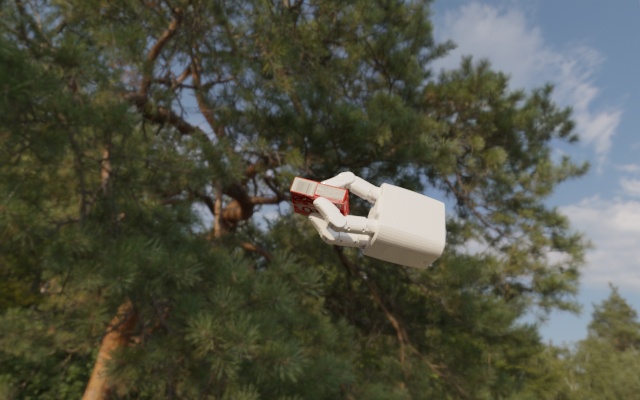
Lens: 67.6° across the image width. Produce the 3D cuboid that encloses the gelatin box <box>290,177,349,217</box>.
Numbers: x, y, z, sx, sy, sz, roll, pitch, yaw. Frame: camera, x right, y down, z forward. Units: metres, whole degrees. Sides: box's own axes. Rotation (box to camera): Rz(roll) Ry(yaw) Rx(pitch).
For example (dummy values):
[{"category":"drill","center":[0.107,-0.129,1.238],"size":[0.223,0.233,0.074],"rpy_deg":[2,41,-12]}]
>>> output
[{"category":"gelatin box","center":[0.000,0.002,0.759],"size":[0.089,0.030,0.073],"rpy_deg":[15,-27,11]}]
